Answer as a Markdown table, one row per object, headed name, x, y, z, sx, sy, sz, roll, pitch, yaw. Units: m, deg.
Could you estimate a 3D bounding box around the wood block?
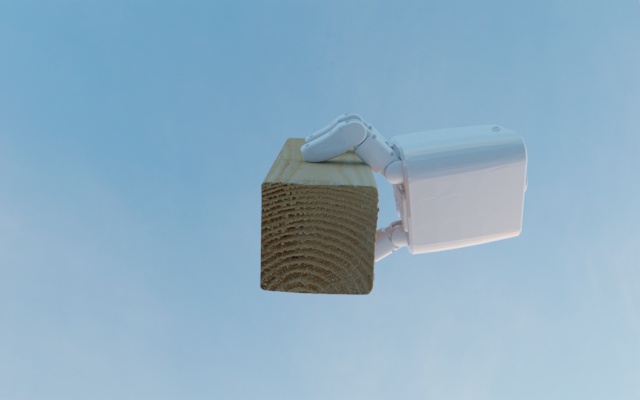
| name | x | y | z | sx | sy | sz | roll | pitch | yaw |
| --- | --- | --- | --- | --- | --- | --- | --- | --- | --- |
| wood block | 0.000 | 0.002 | 0.459 | 0.090 | 0.091 | 0.206 | 2 | 16 | 1 |
